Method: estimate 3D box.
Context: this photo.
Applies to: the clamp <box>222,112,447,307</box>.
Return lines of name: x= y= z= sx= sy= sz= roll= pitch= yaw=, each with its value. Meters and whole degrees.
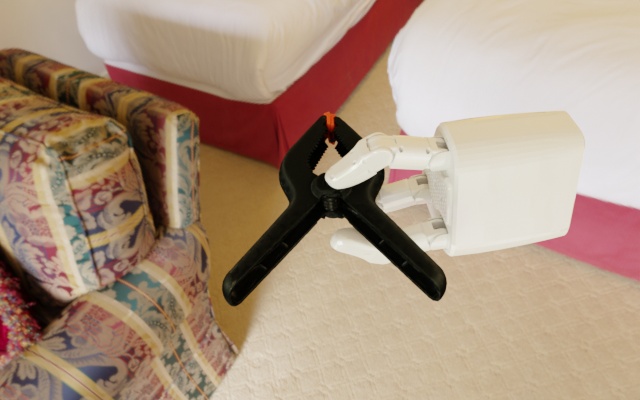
clamp: x=0.000 y=0.000 z=0.408 sx=0.164 sy=0.209 sz=0.036 roll=-6 pitch=-42 yaw=-3
